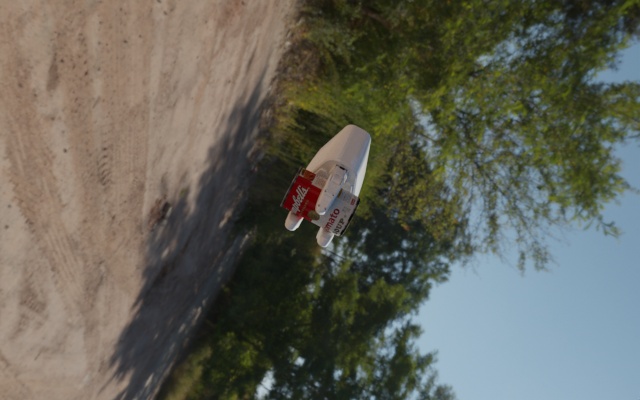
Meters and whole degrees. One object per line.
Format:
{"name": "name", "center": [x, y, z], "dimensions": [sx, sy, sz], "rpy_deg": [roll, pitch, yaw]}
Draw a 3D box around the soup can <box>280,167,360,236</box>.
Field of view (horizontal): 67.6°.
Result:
{"name": "soup can", "center": [0.000, 0.003, 0.719], "dimensions": [0.102, 0.068, 0.068], "rpy_deg": [28, -1, -1]}
